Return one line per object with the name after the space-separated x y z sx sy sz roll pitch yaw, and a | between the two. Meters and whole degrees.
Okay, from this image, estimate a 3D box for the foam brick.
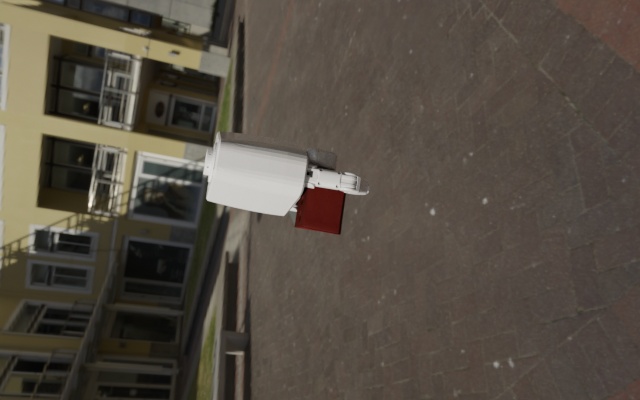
0.000 0.002 0.618 0.051 0.078 0.053 9 -5 -15 | foam brick
